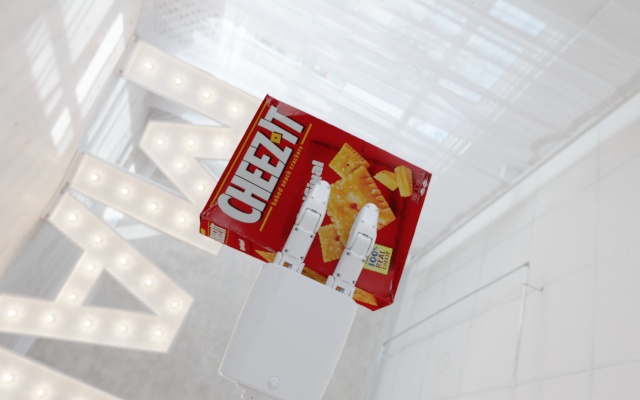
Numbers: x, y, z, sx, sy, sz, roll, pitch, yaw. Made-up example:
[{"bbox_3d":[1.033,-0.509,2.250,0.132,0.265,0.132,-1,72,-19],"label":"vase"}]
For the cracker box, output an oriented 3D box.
[{"bbox_3d":[0.000,0.002,0.527,0.214,0.164,0.072,25,-24,-4],"label":"cracker box"}]
